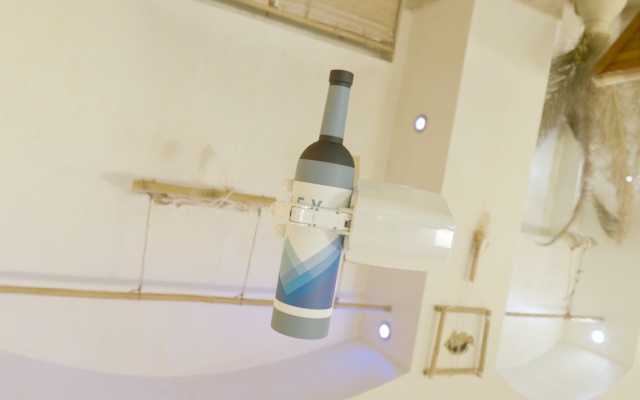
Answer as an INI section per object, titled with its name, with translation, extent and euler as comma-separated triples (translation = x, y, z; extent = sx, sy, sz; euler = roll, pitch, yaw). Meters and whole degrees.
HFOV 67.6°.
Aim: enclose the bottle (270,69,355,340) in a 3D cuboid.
[bottle]
translation = 0.000, 0.002, 0.538
extent = 0.069, 0.296, 0.069
euler = 9, 2, 0
